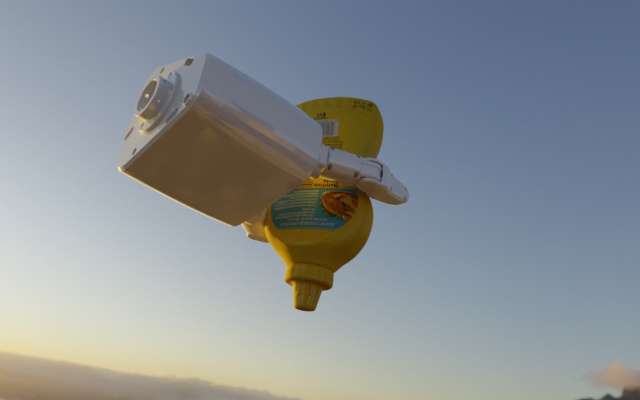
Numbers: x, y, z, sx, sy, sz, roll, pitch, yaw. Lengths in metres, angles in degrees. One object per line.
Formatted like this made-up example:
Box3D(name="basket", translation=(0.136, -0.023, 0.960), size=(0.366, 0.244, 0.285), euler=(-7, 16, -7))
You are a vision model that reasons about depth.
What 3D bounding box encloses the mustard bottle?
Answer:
Box3D(name="mustard bottle", translation=(0.000, 0.001, 0.424), size=(0.096, 0.191, 0.058), euler=(-1, -26, 20))
